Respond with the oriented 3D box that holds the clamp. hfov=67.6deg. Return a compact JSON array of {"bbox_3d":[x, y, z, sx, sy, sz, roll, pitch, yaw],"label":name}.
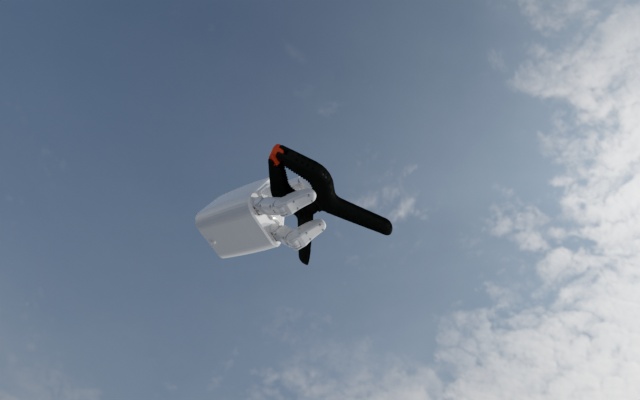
[{"bbox_3d":[0.000,0.001,0.703,0.164,0.210,0.036,-18,32,21],"label":"clamp"}]
